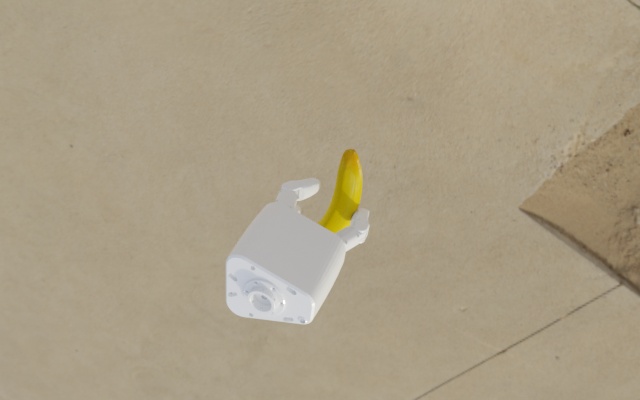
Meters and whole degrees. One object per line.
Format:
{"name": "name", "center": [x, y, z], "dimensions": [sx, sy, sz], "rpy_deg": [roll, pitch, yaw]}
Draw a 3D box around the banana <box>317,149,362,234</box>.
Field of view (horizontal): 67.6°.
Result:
{"name": "banana", "center": [0.013, 0.016, 0.664], "dimensions": [0.198, 0.069, 0.037], "rpy_deg": [-52, 0, 38]}
